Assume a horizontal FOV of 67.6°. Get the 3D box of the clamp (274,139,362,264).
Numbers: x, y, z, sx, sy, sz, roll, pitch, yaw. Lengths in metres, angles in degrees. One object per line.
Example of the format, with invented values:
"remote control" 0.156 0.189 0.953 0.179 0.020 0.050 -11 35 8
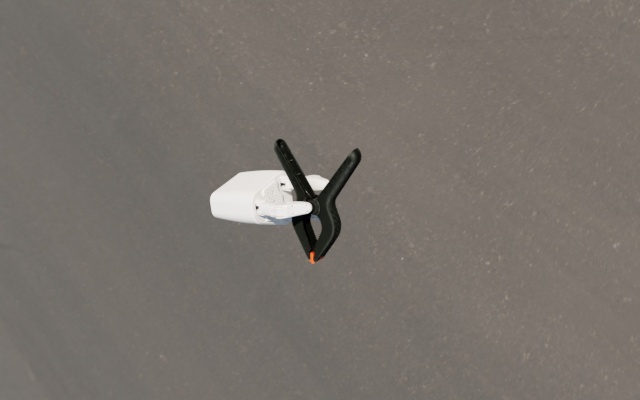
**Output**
"clamp" -0.001 0.003 0.778 0.164 0.210 0.036 4 16 37
